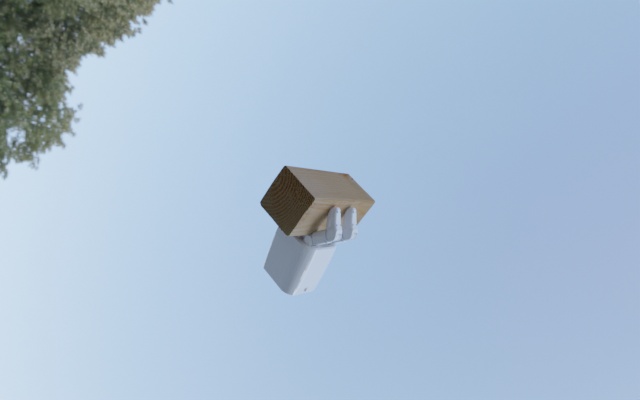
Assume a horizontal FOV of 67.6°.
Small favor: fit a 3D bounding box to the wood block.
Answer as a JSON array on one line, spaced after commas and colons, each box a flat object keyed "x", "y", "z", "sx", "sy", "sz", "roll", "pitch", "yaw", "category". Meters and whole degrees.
[{"x": 0.000, "y": 0.003, "z": 0.896, "sx": 0.090, "sy": 0.090, "sz": 0.206, "roll": 47, "pitch": 23, "yaw": 26, "category": "wood block"}]
